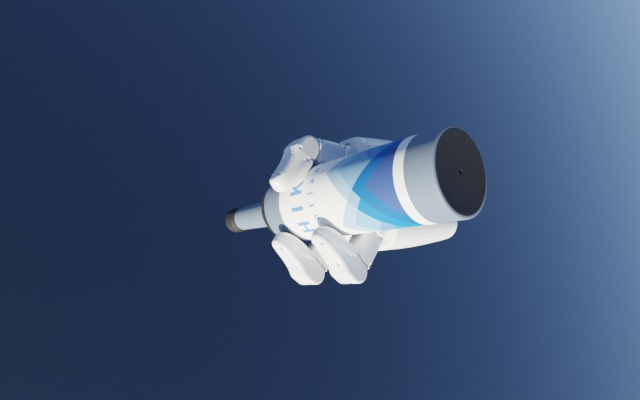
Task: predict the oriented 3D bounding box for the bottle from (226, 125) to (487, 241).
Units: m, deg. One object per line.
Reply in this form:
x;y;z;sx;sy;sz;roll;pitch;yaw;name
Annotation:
0.000;0.001;0.436;0.069;0.069;0.296;0;-8;-42;bottle
